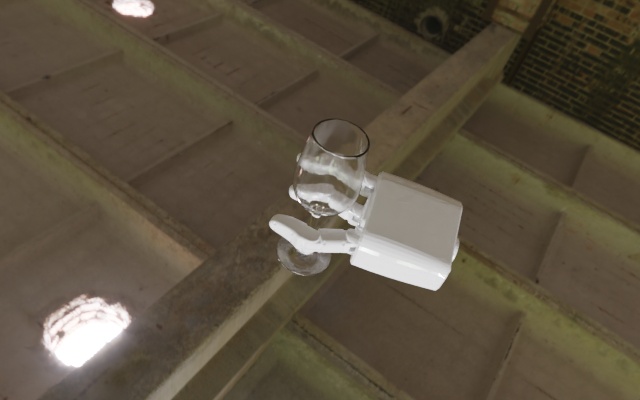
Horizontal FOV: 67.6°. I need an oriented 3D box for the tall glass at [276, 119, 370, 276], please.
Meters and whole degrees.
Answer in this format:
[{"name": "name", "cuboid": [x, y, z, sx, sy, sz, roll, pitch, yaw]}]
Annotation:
[{"name": "tall glass", "cuboid": [0.000, 0.002, 0.562, 0.079, 0.079, 0.201, 0, -42, -17]}]
